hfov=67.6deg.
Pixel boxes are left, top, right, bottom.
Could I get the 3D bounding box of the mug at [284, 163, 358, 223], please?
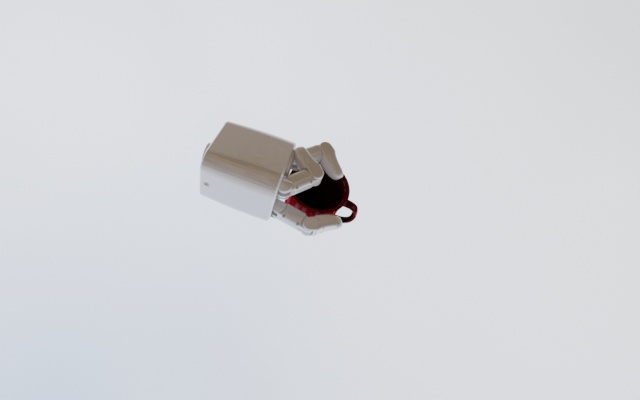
[{"bbox_3d":[0.001,0.003,0.730,0.117,0.093,0.081,21,-34,-3],"label":"mug"}]
